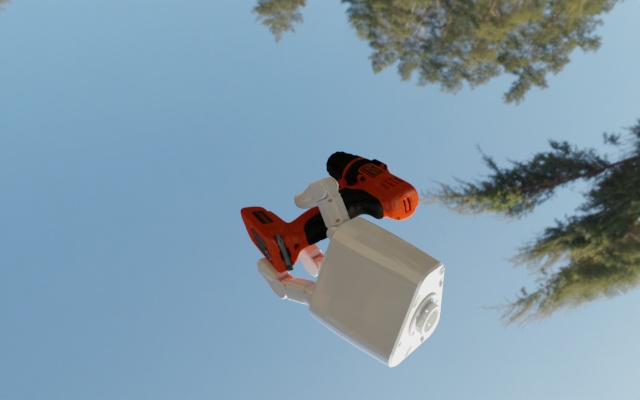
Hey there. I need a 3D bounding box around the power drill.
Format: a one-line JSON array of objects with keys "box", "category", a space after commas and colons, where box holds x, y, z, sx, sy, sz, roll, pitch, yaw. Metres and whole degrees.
[{"box": [0.000, 0.002, 0.593, 0.187, 0.057, 0.184, -27, 28, -16], "category": "power drill"}]
